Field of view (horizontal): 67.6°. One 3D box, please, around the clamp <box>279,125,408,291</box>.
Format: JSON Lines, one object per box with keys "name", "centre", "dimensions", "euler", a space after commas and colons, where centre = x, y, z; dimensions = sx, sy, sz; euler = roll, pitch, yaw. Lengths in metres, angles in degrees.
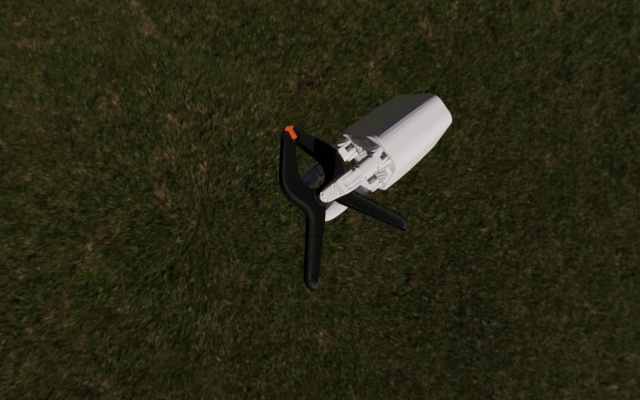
{"name": "clamp", "centre": [0.000, 0.001, 0.629], "dimensions": [0.164, 0.210, 0.036], "euler": [-38, 7, -16]}
